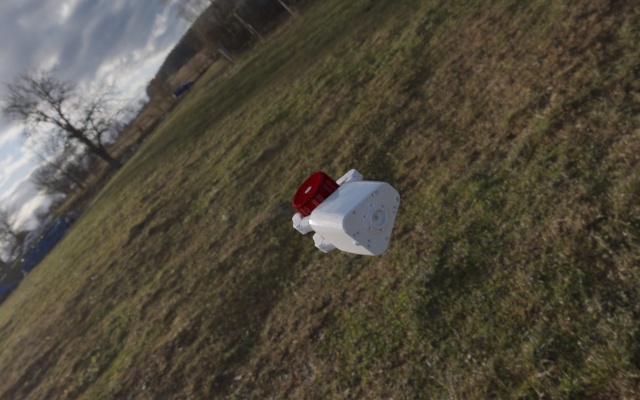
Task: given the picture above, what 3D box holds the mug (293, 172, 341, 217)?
[{"bbox_3d":[-0.001,0.003,0.860,0.081,0.093,0.117,40,-17,-23],"label":"mug"}]
